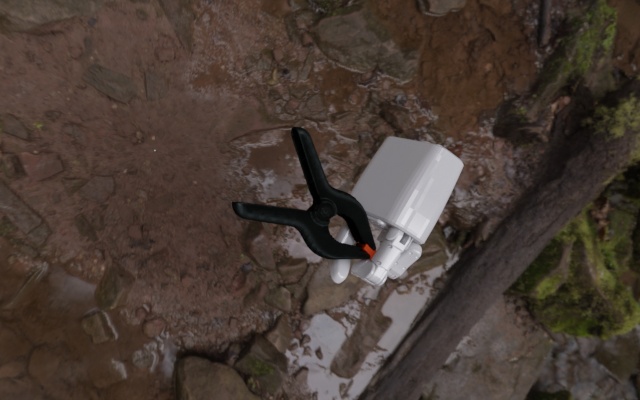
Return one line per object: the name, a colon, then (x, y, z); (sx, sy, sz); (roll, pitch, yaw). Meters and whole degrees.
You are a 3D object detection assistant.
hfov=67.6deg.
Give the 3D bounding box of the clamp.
clamp: (0.000, 0.002, 0.538); (0.171, 0.120, 0.039); (32, -6, -19)
